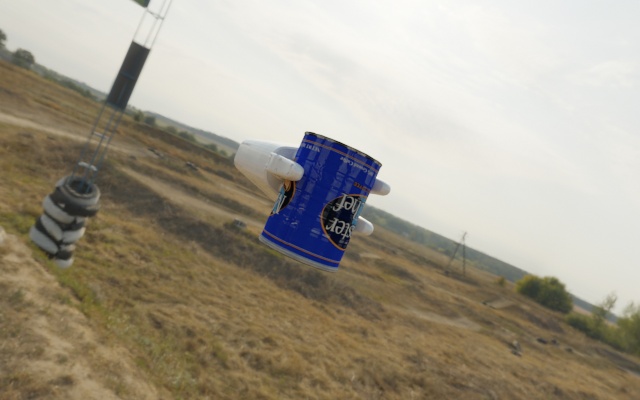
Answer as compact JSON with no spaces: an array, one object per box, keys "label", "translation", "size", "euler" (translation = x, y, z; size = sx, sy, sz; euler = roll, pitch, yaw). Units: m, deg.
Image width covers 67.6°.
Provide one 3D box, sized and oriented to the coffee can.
[{"label":"coffee can","translation":[0.000,0.002,0.574],"size":[0.103,0.140,0.103],"euler":[23,0,0]}]
